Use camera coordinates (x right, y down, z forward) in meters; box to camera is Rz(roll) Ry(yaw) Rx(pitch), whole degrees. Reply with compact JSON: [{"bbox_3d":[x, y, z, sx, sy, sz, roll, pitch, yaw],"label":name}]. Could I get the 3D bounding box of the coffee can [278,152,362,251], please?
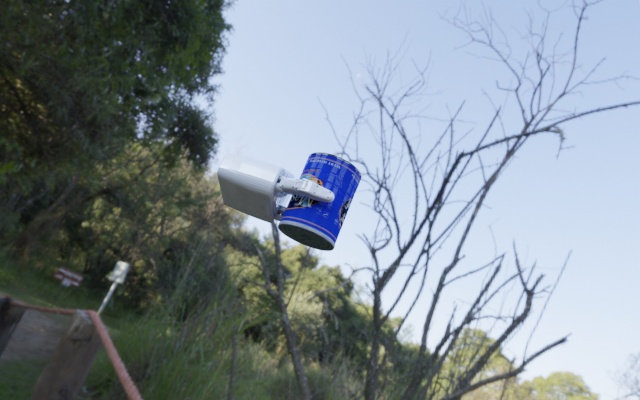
[{"bbox_3d":[0.000,0.003,0.828,0.103,0.140,0.103,20,-19,7],"label":"coffee can"}]
